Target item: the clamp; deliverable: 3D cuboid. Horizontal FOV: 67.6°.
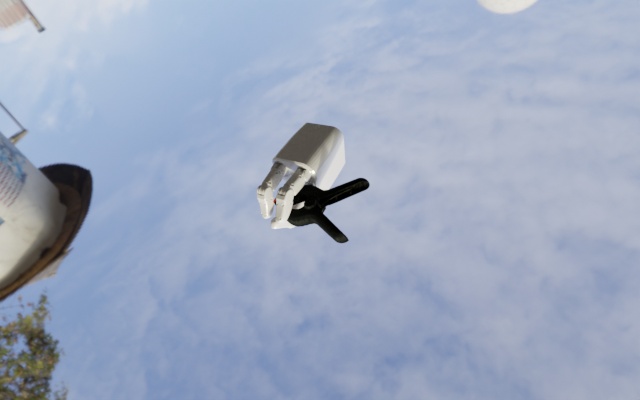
[{"bbox_3d":[0.000,0.003,0.806,0.171,0.120,0.039,15,-32,35],"label":"clamp"}]
